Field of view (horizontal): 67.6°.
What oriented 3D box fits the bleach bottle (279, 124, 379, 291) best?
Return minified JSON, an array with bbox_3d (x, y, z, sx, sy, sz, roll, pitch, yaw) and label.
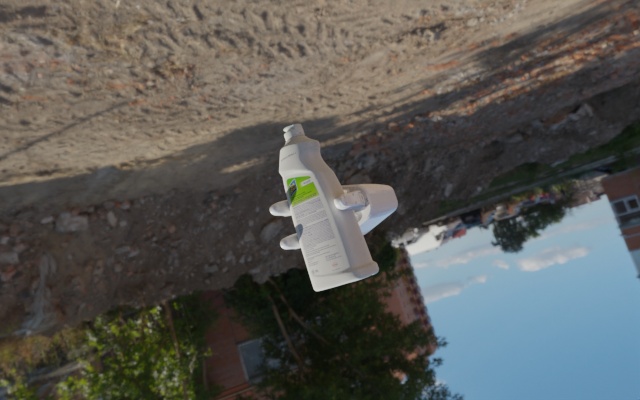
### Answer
[{"bbox_3d":[0.000,0.002,0.718,0.102,0.251,0.068,-22,-9,34],"label":"bleach bottle"}]
